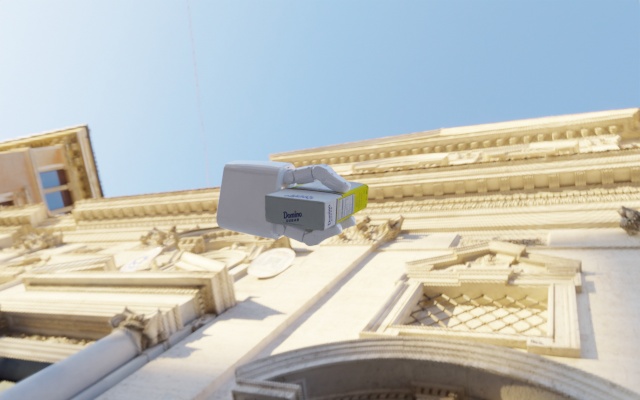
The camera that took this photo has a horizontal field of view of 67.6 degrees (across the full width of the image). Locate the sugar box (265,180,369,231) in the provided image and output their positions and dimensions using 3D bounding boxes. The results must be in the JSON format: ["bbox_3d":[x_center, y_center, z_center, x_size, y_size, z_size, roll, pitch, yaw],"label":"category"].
[{"bbox_3d":[0.000,0.003,0.714,0.093,0.048,0.176,7,15,24],"label":"sugar box"}]
